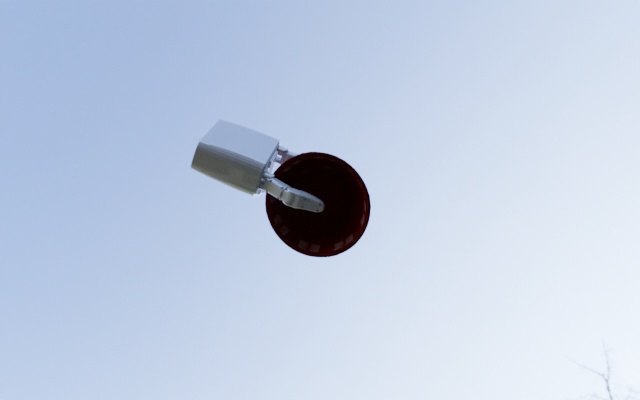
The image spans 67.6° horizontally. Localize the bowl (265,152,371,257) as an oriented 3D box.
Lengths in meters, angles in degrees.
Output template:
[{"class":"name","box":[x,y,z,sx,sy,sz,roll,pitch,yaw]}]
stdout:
[{"class":"bowl","box":[0.001,0.003,0.730,0.162,0.162,0.055,0,14,14]}]
